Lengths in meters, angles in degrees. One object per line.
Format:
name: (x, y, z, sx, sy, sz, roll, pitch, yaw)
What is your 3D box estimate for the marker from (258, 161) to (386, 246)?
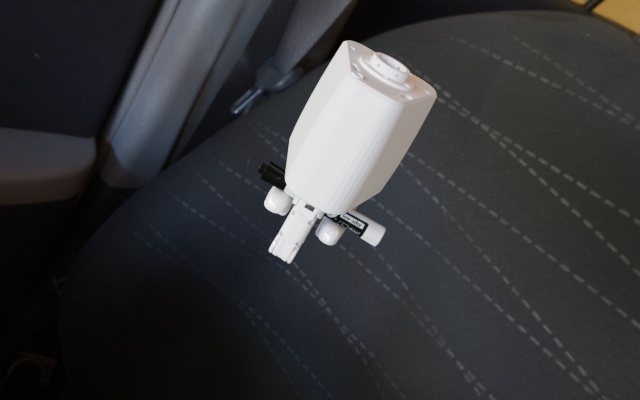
marker: (0.000, 0.001, 0.413, 0.121, 0.020, 0.020, 30, 0, 0)
